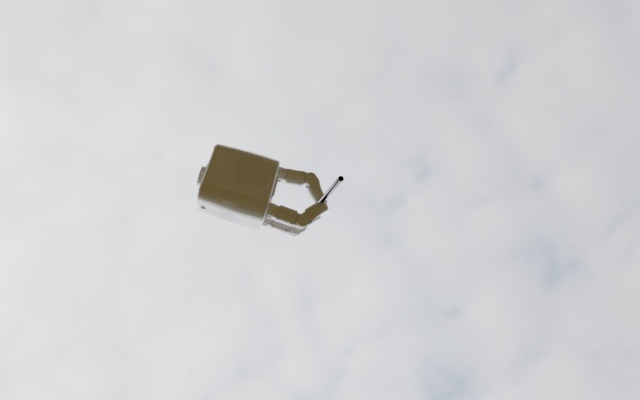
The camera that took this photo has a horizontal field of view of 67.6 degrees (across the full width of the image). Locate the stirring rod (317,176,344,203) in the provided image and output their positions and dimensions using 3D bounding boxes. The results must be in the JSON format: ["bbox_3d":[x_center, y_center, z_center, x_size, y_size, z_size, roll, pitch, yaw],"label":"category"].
[{"bbox_3d":[0.000,0.002,0.753,0.011,0.011,0.239,0,-15,-14],"label":"stirring rod"}]
